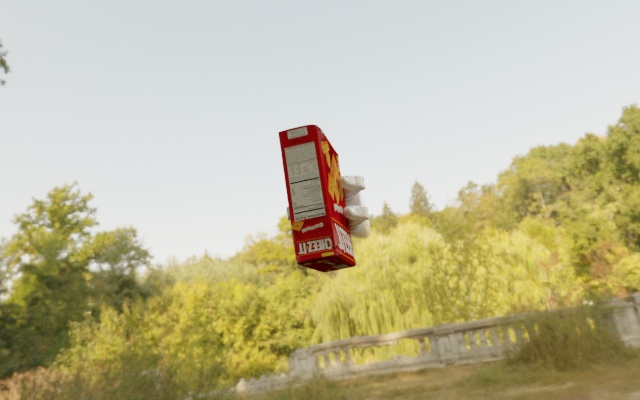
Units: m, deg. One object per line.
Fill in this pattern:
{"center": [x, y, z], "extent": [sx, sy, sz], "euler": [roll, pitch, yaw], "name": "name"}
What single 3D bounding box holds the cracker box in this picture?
{"center": [0.000, 0.002, 0.790], "extent": [0.072, 0.213, 0.164], "euler": [-13, -15, 12], "name": "cracker box"}
